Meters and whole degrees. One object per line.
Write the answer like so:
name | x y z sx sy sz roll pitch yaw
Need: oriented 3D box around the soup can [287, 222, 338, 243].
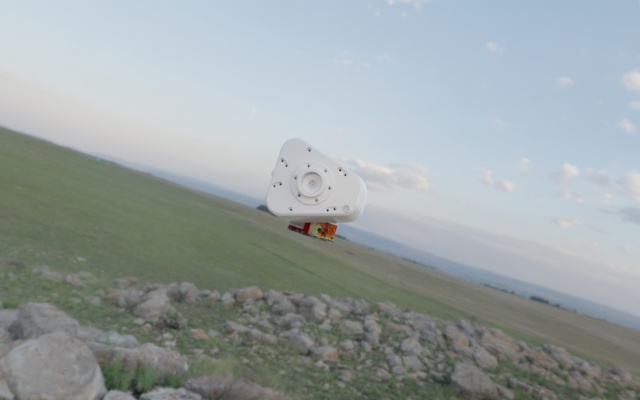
soup can | 0.000 0.002 0.678 0.068 0.102 0.068 17 -2 1
